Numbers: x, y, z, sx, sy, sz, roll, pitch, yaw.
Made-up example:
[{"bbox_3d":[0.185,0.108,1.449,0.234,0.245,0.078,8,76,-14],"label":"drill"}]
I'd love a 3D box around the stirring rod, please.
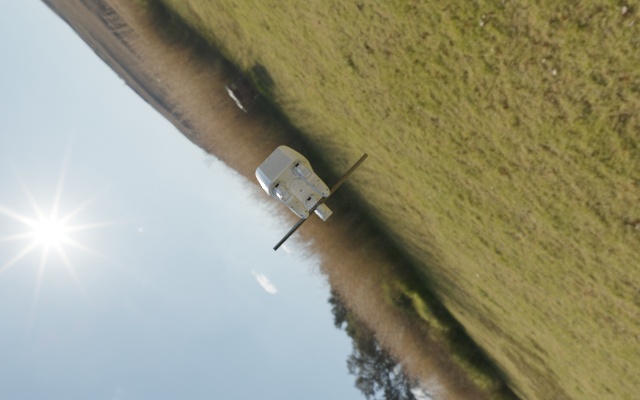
[{"bbox_3d":[0.000,0.003,0.864,0.011,0.239,0.011,44,-1,1],"label":"stirring rod"}]
